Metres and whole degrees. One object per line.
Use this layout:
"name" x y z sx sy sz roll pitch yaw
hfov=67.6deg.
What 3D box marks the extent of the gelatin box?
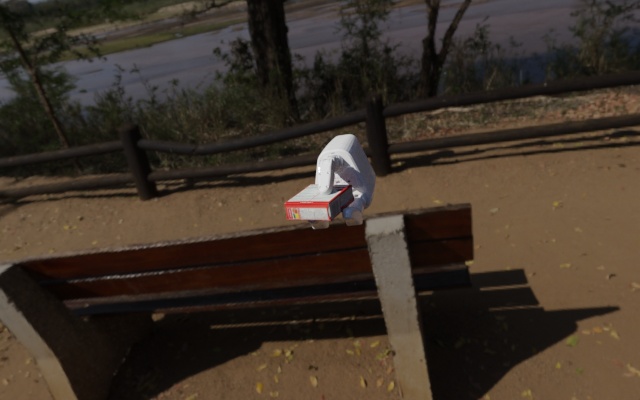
"gelatin box" 0.000 0.002 0.712 0.073 0.030 0.089 0 20 28
